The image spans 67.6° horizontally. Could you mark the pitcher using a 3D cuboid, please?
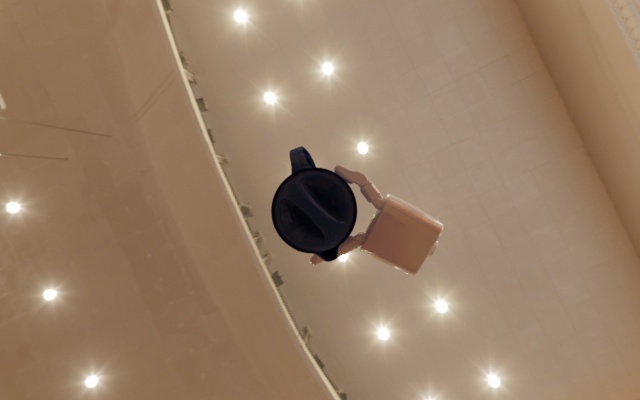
[{"bbox_3d":[0.000,0.003,0.841,0.145,0.149,0.243,25,4,5],"label":"pitcher"}]
